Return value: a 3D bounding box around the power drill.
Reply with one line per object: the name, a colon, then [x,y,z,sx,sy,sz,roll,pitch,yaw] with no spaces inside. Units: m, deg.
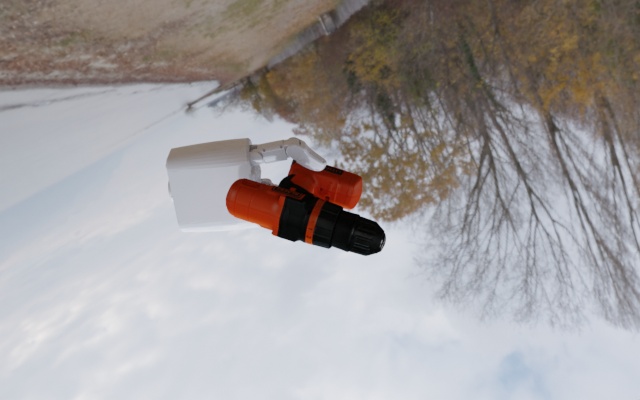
power drill: [0.000,0.002,0.592,0.184,0.057,0.187,19,17,10]
